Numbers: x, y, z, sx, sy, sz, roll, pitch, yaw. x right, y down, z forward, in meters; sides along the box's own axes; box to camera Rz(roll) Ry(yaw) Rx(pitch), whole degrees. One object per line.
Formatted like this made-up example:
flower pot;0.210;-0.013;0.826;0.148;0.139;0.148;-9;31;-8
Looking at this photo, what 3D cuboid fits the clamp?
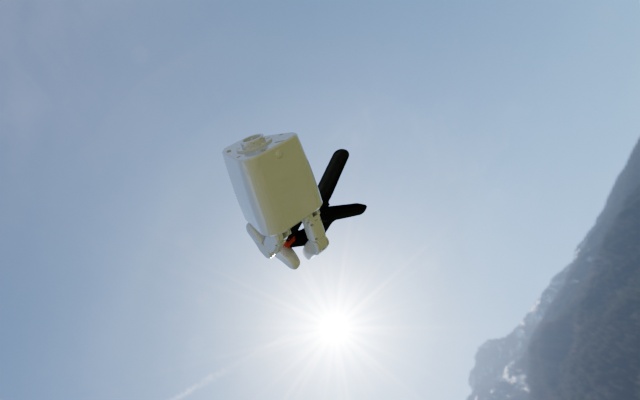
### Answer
clamp;0.000;0.002;0.714;0.171;0.120;0.039;-34;28;-34
